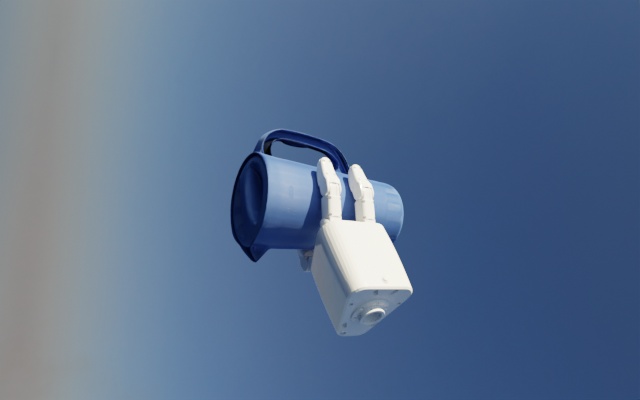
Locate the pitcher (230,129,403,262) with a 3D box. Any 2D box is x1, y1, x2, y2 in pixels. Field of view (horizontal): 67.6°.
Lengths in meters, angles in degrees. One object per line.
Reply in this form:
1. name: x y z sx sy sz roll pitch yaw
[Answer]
1. pitcher: 0.000 0.002 0.706 0.243 0.149 0.145 8 39 -30
